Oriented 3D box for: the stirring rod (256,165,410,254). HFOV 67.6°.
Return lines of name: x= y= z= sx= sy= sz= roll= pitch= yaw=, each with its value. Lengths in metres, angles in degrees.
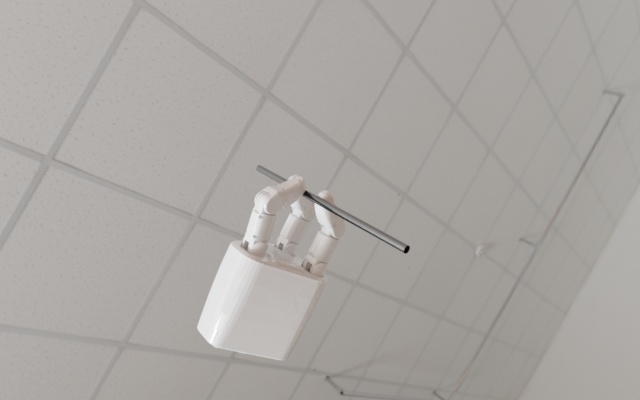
stirring rod: x=0.000 y=0.002 z=0.502 sx=0.011 sy=0.011 sz=0.239 roll=0 pitch=20 yaw=-42
